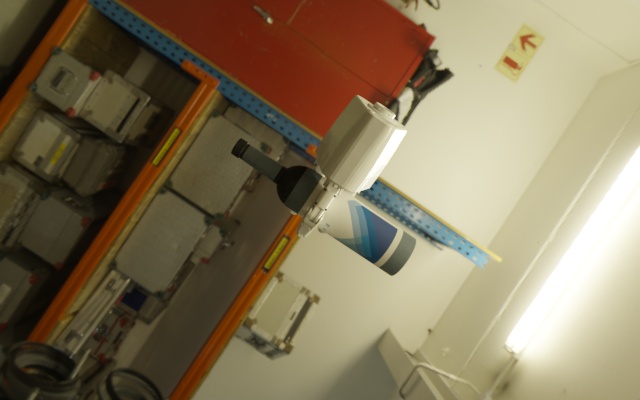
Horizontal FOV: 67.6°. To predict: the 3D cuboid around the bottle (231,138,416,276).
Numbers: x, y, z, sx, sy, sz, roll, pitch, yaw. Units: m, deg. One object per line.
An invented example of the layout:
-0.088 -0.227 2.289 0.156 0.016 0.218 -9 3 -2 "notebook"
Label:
0.000 0.003 0.698 0.296 0.069 0.069 34 -2 -3 "bottle"
